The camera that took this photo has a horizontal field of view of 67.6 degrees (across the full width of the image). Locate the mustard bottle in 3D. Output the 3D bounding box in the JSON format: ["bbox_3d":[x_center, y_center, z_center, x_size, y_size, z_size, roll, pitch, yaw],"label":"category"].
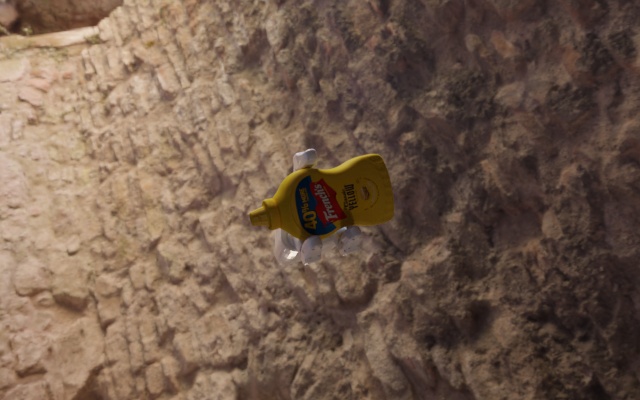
[{"bbox_3d":[0.000,0.002,0.635,0.191,0.096,0.058,-14,8,-18],"label":"mustard bottle"}]
